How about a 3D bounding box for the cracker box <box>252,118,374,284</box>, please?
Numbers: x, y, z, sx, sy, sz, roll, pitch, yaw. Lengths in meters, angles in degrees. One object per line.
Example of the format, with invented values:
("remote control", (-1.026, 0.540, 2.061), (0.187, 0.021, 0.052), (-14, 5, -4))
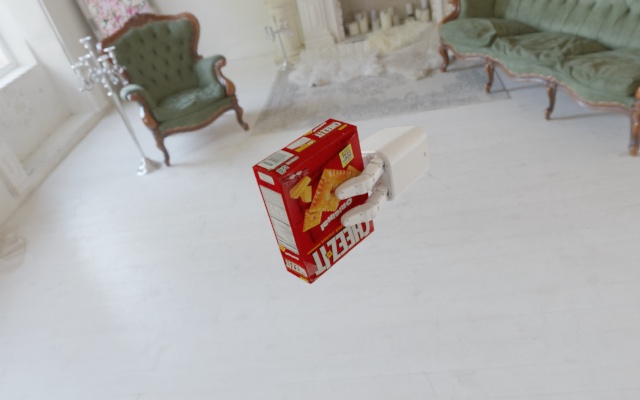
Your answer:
("cracker box", (0.000, 0.002, 0.764), (0.164, 0.214, 0.072), (-36, 40, -28))
